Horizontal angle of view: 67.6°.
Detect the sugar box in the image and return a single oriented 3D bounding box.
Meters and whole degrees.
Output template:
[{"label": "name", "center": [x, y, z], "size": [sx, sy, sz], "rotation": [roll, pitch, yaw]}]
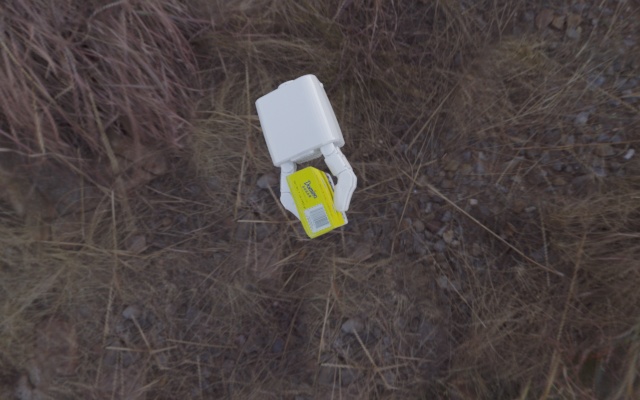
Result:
[{"label": "sugar box", "center": [0.001, 0.002, 0.730], "size": [0.048, 0.093, 0.176], "rotation": [-21, -3, 11]}]
